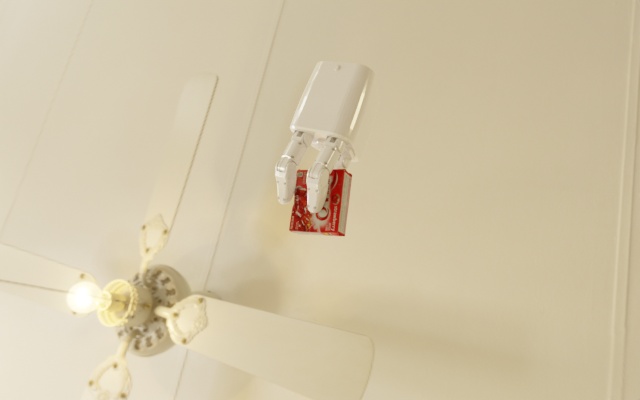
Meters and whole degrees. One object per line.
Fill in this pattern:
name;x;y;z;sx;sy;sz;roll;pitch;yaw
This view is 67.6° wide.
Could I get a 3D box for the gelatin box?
gelatin box;0.000;0.003;0.645;0.073;0.089;0.030;1;-14;26
